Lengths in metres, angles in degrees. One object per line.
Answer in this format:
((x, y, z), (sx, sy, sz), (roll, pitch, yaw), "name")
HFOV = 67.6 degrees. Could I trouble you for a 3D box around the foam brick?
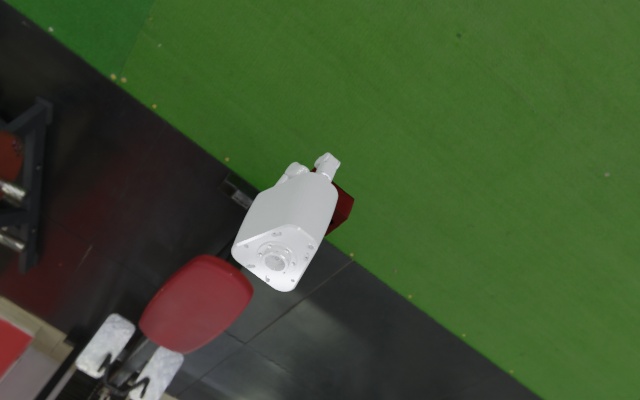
((0.000, 0.002, 0.683), (0.053, 0.078, 0.051), (-41, 17, 34), "foam brick")
